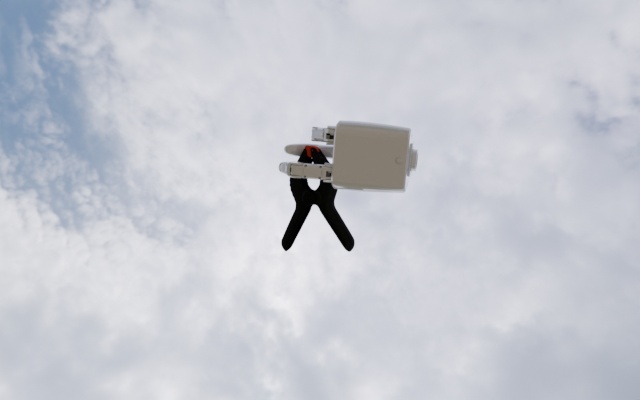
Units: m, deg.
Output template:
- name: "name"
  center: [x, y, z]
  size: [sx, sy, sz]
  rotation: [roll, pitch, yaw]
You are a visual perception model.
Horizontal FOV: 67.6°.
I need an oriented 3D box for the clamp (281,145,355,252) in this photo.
- name: "clamp"
  center: [0.000, 0.002, 0.740]
  size: [0.120, 0.171, 0.039]
  rotation: [6, 9, 15]
